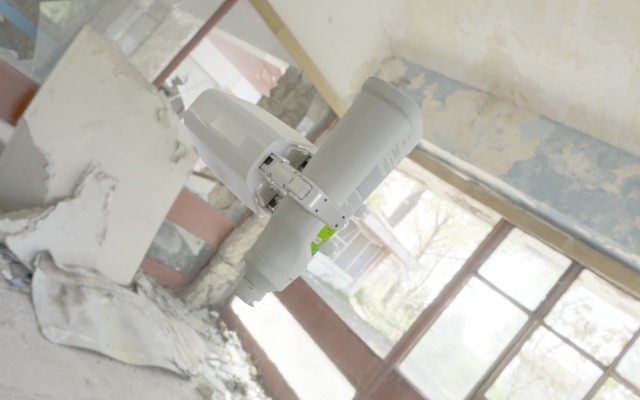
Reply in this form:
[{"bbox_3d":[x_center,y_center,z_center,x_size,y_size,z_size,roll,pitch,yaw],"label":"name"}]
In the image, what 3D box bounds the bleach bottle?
[{"bbox_3d":[0.000,0.002,0.483,0.068,0.251,0.102,39,-3,20],"label":"bleach bottle"}]
